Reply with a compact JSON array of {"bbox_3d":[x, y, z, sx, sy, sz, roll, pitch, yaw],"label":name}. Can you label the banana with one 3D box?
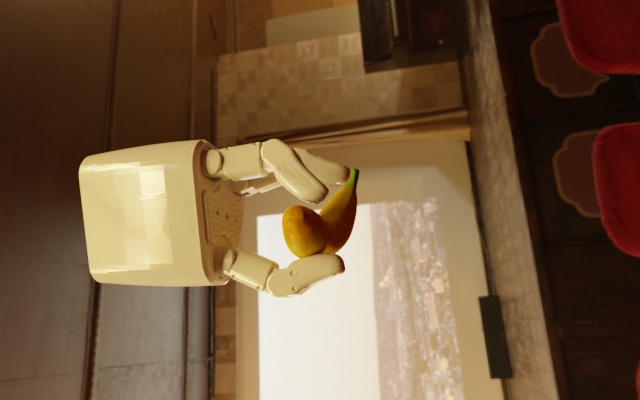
[{"bbox_3d":[0.002,0.019,0.424,0.037,0.069,0.197,-1,12,15],"label":"banana"}]
